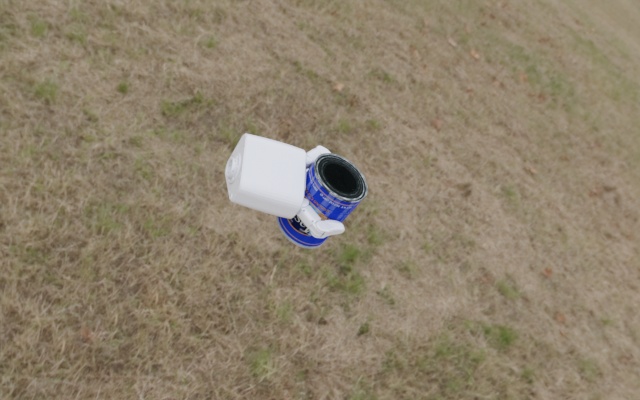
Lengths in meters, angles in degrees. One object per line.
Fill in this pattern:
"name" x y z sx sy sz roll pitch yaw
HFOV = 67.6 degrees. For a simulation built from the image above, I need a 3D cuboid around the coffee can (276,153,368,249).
"coffee can" 0.000 0.003 0.817 0.103 0.102 0.140 0 -36 -38
